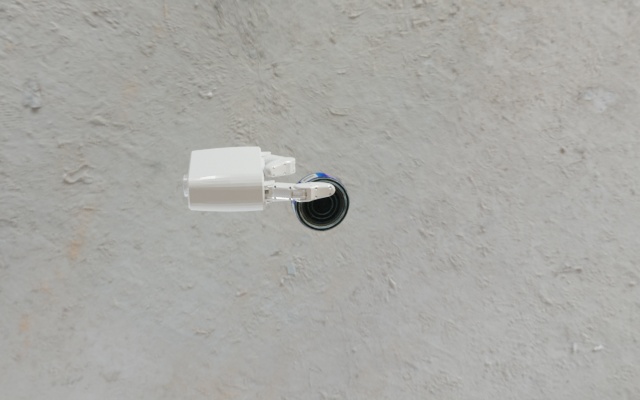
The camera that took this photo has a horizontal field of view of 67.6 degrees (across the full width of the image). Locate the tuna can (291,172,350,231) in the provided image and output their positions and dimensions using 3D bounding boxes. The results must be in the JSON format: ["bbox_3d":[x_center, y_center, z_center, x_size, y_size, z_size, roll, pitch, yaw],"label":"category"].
[{"bbox_3d":[0.000,0.002,0.720,0.086,0.086,0.033,0,14,-13],"label":"tuna can"}]
